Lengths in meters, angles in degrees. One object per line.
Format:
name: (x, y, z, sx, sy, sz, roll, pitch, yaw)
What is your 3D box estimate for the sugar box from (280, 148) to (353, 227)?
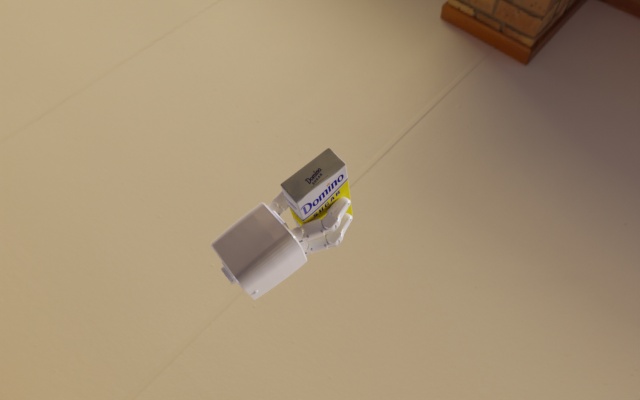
sugar box: (0.000, 0.003, 0.743, 0.093, 0.048, 0.176, -38, -23, -11)
